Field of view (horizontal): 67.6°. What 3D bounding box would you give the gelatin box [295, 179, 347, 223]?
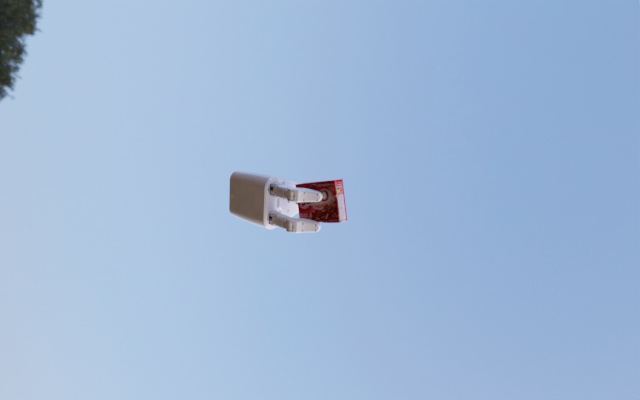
[{"bbox_3d":[0.001,0.003,0.837,0.089,0.073,0.030,-3,5,36],"label":"gelatin box"}]
